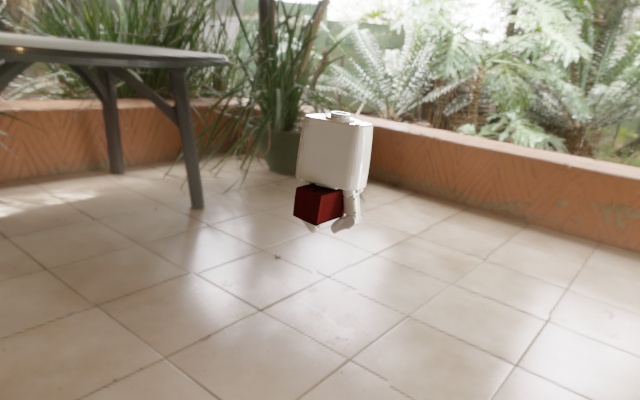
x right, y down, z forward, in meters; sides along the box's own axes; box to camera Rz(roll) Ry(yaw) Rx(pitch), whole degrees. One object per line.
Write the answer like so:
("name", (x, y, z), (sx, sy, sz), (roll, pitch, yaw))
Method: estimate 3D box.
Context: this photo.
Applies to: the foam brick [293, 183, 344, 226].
("foam brick", (0.000, 0.003, 0.787), (0.053, 0.051, 0.078), (21, 23, 33))
